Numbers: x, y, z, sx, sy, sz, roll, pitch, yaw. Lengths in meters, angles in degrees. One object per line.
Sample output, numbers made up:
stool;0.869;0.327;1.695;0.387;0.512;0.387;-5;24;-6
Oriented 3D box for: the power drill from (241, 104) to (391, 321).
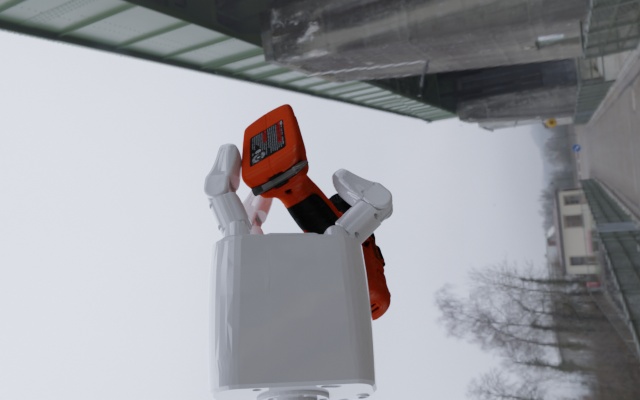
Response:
power drill;0.000;0.001;0.464;0.057;0.188;0.184;-31;32;10
